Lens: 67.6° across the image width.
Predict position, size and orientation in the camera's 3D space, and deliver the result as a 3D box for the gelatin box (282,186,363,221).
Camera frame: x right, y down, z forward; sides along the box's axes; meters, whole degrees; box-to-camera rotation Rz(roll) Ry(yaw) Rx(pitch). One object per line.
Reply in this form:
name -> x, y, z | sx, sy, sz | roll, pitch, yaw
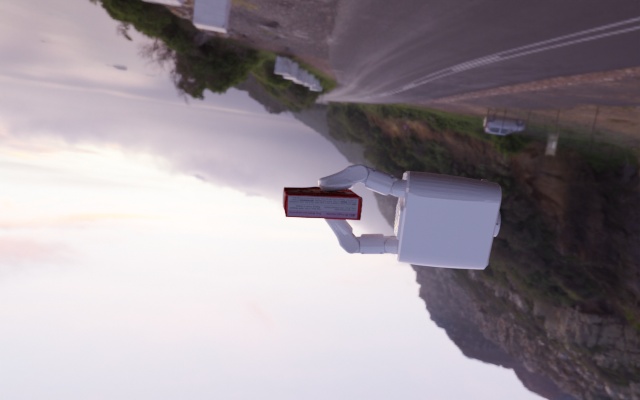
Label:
gelatin box -> 0.000, 0.002, 0.571 | 0.089, 0.030, 0.073 | 2, 8, -6
